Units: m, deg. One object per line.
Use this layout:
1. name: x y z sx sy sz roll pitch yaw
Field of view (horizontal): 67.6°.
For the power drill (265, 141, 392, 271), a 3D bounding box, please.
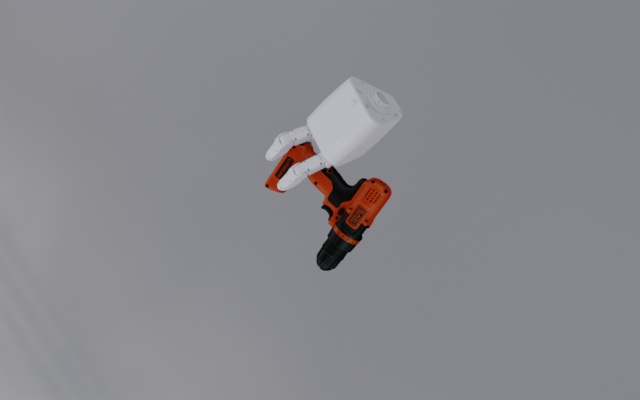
1. power drill: 0.000 0.002 0.808 0.187 0.184 0.057 38 14 9
